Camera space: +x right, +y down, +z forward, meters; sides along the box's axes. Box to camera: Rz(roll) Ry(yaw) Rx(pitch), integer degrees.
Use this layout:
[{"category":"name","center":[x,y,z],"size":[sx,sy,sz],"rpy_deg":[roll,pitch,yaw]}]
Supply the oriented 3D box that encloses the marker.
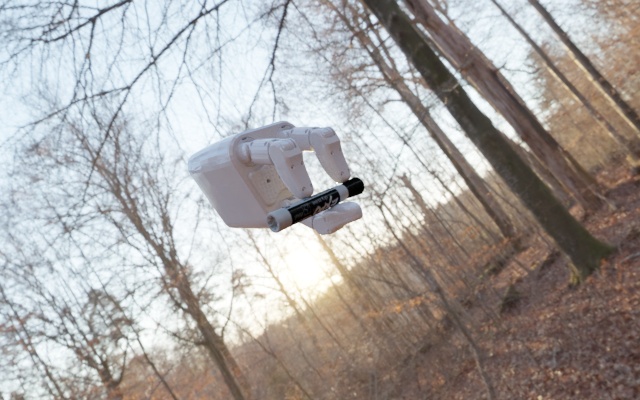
[{"category":"marker","center":[0.000,0.001,0.455],"size":[0.121,0.020,0.020],"rpy_deg":[-24,16,-41]}]
